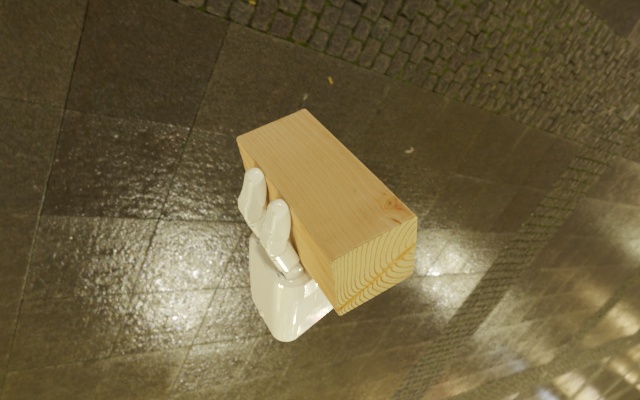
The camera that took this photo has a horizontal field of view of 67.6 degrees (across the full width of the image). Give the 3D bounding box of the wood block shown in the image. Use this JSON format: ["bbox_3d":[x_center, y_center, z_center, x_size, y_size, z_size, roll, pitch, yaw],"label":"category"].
[{"bbox_3d":[0.000,0.002,0.500,0.091,0.090,0.206,-26,48,-17],"label":"wood block"}]
